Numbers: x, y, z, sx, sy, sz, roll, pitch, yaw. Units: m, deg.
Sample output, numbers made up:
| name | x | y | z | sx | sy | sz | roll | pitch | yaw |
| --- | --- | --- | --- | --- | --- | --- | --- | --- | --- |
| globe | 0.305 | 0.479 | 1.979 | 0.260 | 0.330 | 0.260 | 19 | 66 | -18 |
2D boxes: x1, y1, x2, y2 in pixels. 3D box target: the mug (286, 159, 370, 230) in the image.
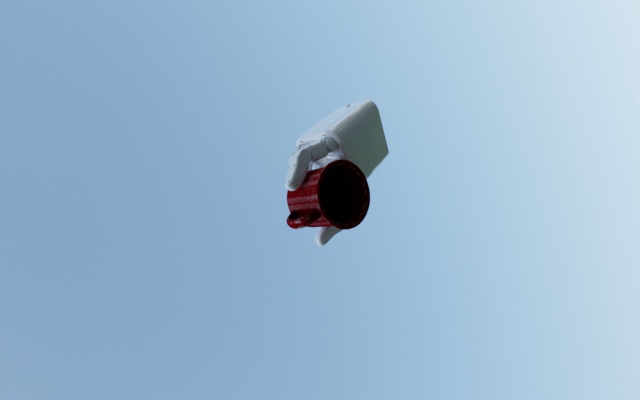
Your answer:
| name | x | y | z | sx | sy | sz | roll | pitch | yaw |
| --- | --- | --- | --- | --- | --- | --- | --- | --- | --- |
| mug | -0.001 | 0.003 | 0.650 | 0.081 | 0.093 | 0.117 | -8 | 29 | 51 |
